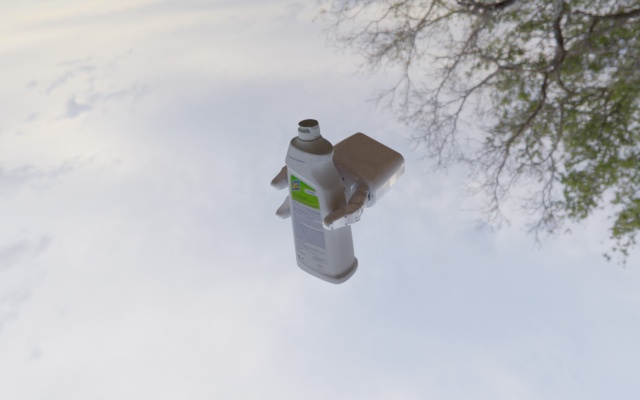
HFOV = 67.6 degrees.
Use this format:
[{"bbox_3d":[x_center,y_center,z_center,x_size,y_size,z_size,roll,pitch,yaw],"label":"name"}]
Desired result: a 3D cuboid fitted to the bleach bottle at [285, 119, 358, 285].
[{"bbox_3d":[0.000,0.002,0.711,0.102,0.251,0.068,18,39,32],"label":"bleach bottle"}]
